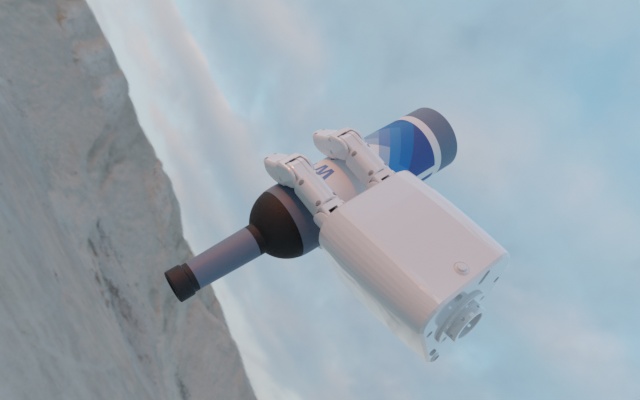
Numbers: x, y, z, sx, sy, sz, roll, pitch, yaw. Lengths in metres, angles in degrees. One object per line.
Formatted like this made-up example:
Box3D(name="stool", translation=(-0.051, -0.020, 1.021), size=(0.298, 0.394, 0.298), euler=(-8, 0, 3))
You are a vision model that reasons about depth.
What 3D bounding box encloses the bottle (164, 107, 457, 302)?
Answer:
Box3D(name="bottle", translation=(0.000, 0.001, 0.435), size=(0.295, 0.069, 0.069), euler=(-30, 13, -24))
